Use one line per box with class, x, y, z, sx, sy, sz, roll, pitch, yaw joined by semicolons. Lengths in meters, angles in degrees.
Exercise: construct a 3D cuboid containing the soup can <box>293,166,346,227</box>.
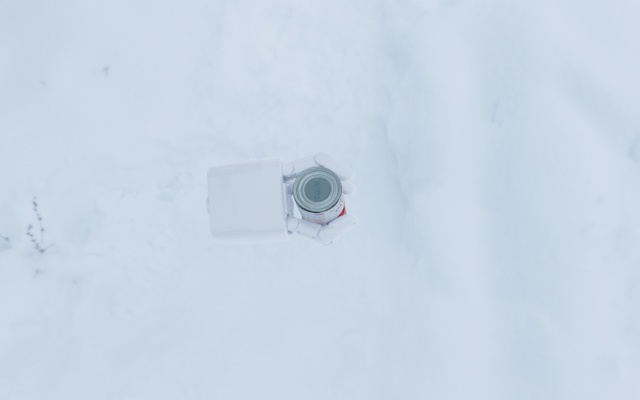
soup can;0.001;0.002;0.671;0.068;0.068;0.102;0;-21;6
